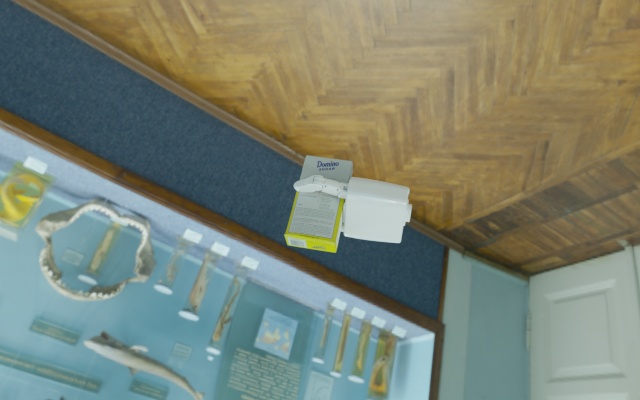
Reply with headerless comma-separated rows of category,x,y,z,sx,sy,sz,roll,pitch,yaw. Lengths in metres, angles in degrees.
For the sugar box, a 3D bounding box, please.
sugar box,0.000,0.003,0.879,0.093,0.176,0.048,9,-32,10
